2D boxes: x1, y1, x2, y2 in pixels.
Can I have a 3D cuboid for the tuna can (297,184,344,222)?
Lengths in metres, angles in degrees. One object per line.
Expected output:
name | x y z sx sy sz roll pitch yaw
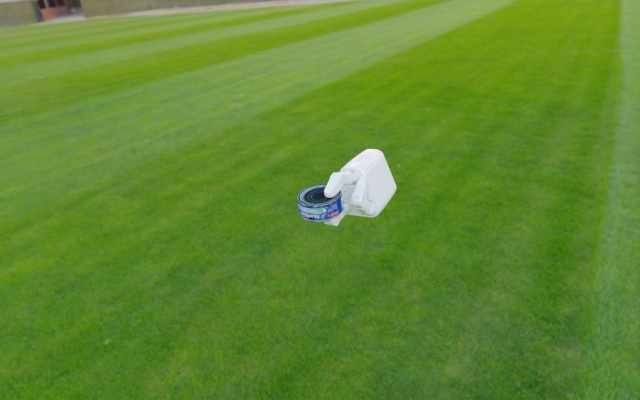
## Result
tuna can | 0.000 0.002 0.891 0.086 0.034 0.086 -7 30 4
